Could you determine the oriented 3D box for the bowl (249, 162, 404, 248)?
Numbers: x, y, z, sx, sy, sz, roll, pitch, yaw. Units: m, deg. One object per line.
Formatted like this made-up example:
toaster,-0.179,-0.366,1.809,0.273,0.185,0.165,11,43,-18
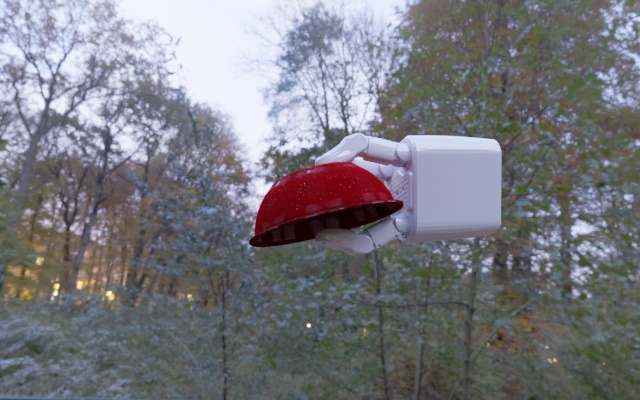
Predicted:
bowl,-0.001,0.001,0.490,0.162,0.055,0.162,-14,-11,-3
